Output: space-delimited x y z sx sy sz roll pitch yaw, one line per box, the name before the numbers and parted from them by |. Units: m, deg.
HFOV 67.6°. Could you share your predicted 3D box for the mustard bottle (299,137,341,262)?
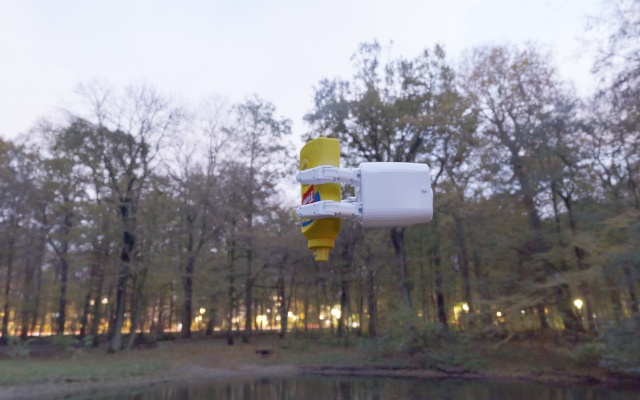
mustard bottle | 0.000 0.002 0.768 0.058 0.191 0.096 5 -16 -25
